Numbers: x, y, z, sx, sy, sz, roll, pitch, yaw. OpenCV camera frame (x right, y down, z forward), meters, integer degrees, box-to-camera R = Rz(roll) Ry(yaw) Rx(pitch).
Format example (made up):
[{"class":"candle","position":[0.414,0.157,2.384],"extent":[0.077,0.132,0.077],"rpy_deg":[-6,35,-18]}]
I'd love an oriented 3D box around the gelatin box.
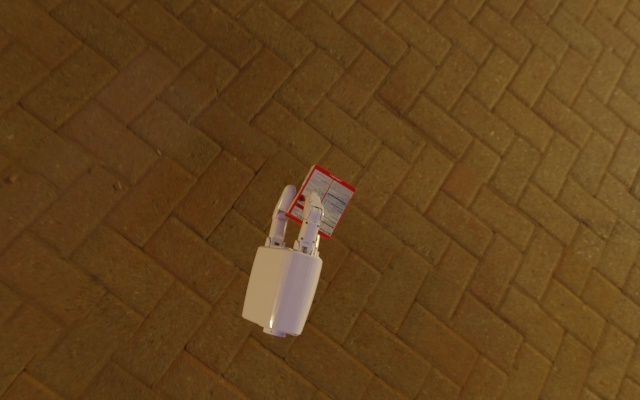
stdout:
[{"class":"gelatin box","position":[0.000,0.002,0.709],"extent":[0.073,0.089,0.030],"rpy_deg":[31,-10,-11]}]
